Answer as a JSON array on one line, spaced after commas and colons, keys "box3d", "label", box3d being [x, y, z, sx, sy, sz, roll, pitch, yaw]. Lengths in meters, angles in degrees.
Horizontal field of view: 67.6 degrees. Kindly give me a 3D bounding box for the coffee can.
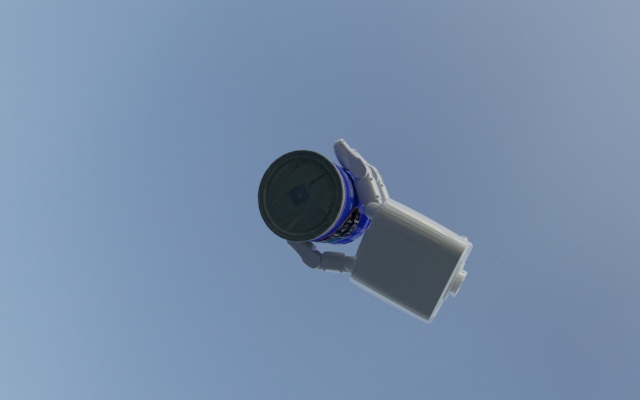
[{"box3d": [0.000, 0.002, 0.590, 0.103, 0.103, 0.140, 0, -6, 20], "label": "coffee can"}]
